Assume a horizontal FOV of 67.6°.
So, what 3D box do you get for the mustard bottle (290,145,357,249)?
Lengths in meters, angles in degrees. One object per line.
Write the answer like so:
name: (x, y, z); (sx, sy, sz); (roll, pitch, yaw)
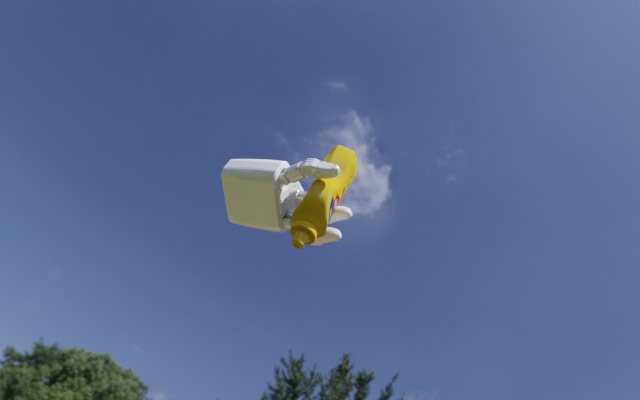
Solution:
mustard bottle: (0.001, 0.002, 0.754); (0.058, 0.191, 0.096); (25, -42, 6)
